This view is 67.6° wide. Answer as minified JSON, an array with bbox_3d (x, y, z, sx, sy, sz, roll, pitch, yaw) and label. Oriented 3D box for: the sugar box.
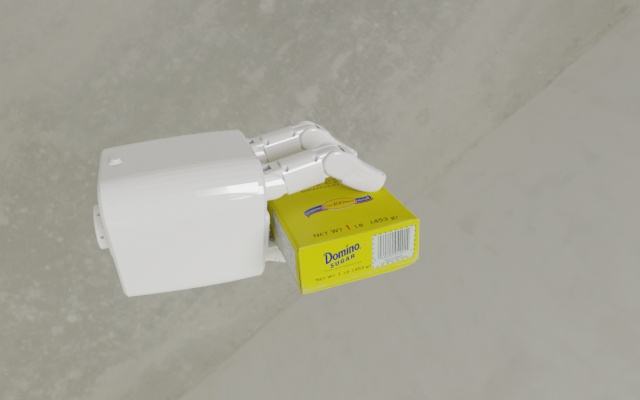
[{"bbox_3d":[0.000,0.001,0.402,0.093,0.048,0.176,-12,31,-16],"label":"sugar box"}]
